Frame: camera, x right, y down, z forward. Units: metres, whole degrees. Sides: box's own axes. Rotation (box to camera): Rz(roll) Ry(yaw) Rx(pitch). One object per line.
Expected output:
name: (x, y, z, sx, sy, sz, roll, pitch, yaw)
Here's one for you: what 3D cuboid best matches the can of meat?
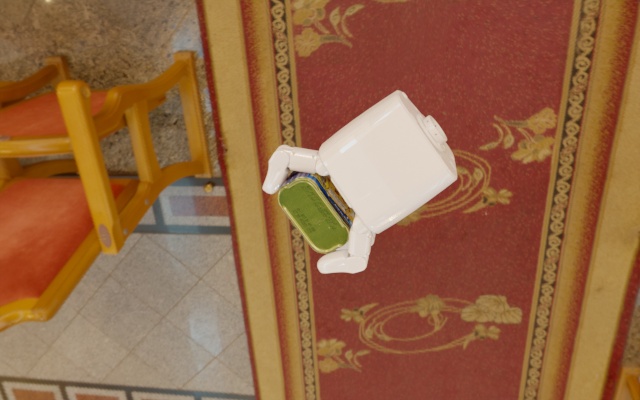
can of meat: (0.000, 0.002, 0.573, 0.057, 0.102, 0.084, -31, 15, 23)
